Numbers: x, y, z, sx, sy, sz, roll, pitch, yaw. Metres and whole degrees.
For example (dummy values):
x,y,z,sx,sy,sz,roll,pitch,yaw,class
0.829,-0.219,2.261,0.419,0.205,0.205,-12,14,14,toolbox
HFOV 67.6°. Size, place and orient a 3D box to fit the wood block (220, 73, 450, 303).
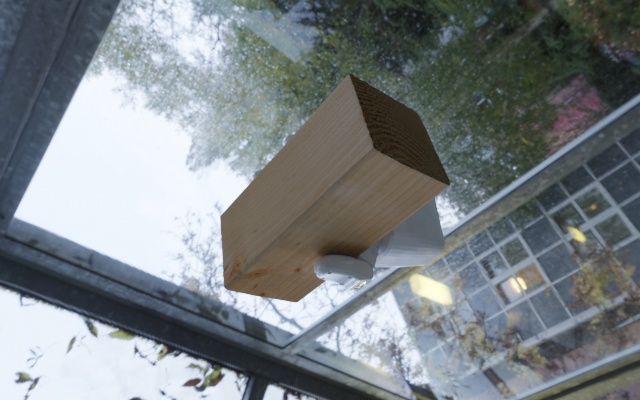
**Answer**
x,y,z,sx,sy,sz,roll,pitch,yaw,class
0.000,0.002,0.436,0.090,0.090,0.206,20,-49,-35,wood block
